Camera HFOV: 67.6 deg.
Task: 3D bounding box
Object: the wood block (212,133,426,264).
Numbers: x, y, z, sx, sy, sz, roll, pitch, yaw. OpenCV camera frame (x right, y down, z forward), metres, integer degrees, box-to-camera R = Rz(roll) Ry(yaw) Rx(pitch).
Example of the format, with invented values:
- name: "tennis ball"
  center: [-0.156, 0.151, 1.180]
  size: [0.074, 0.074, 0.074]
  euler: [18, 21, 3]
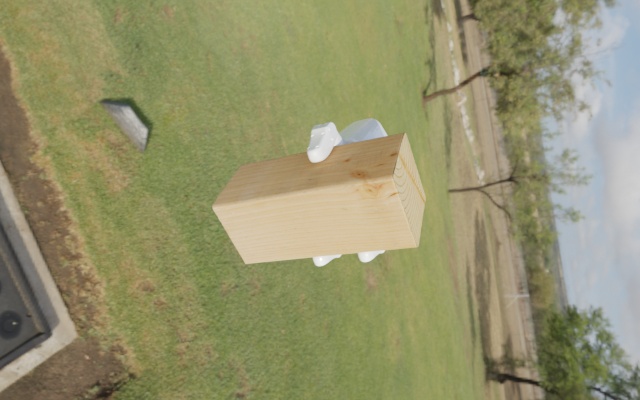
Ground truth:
- name: "wood block"
  center: [0.000, 0.001, 0.529]
  size: [0.206, 0.091, 0.090]
  euler: [-9, 33, 25]
